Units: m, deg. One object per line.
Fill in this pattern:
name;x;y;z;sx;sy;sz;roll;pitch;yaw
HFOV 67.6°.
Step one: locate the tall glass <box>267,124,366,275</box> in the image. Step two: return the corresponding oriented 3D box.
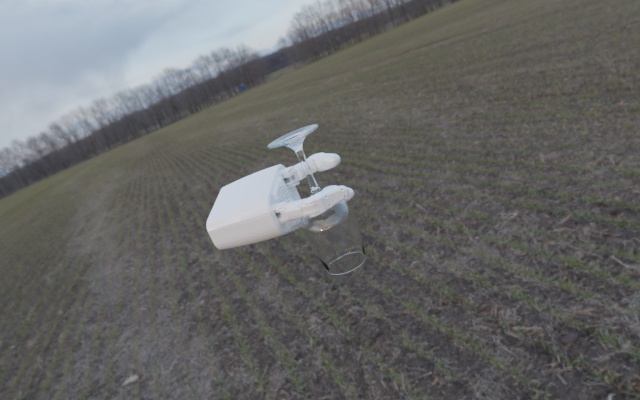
tall glass;0.000;0.002;0.660;0.079;0.201;0.079;-21;16;6
